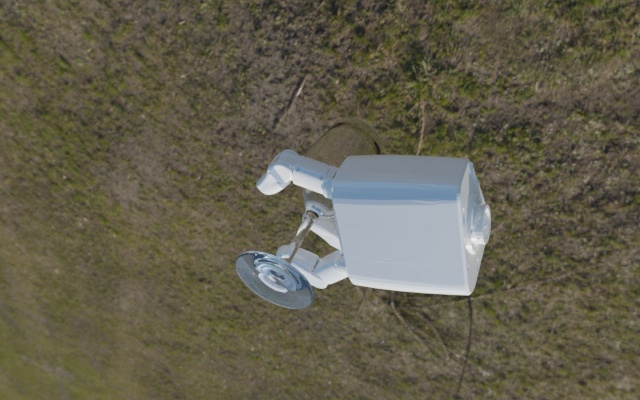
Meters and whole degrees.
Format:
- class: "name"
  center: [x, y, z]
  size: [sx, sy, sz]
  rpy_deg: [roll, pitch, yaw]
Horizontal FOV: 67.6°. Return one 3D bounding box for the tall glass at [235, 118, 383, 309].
- class: "tall glass"
  center: [0.000, 0.002, 0.464]
  size: [0.079, 0.079, 0.201]
  rpy_deg: [0, 43, 32]
